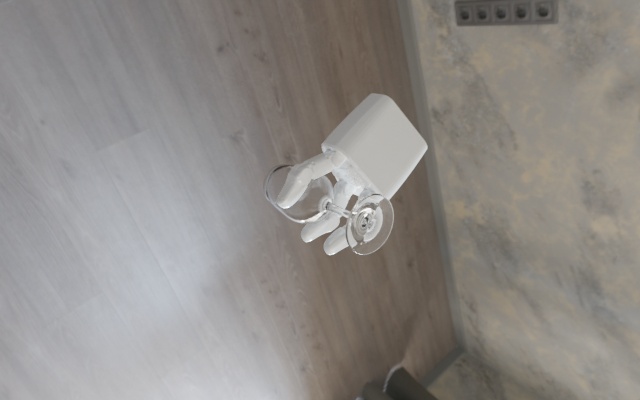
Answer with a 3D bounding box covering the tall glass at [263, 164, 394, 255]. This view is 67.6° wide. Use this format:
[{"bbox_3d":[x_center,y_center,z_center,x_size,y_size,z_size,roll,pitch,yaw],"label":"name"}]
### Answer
[{"bbox_3d":[0.000,0.002,0.629,0.079,0.079,0.201,0,15,-38],"label":"tall glass"}]
